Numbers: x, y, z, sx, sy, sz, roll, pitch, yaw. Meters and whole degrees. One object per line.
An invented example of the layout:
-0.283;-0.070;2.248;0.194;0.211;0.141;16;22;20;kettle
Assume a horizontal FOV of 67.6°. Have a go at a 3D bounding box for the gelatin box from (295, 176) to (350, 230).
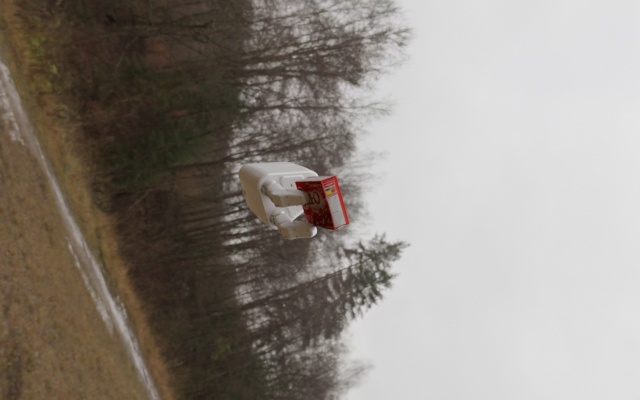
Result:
0.001;0.002;0.702;0.030;0.073;0.089;-21;11;-26;gelatin box
